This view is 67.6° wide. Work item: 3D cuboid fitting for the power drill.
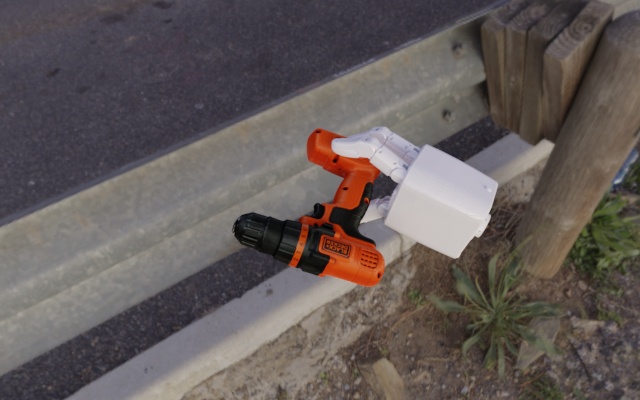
[{"bbox_3d":[0.000,0.002,0.598,0.184,0.187,0.057,20,-32,-9],"label":"power drill"}]
